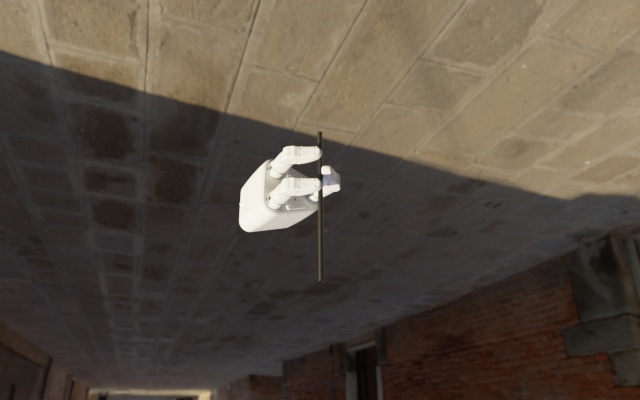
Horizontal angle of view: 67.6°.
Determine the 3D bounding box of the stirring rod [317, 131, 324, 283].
[{"bbox_3d":[0.000,0.002,0.704,0.011,0.239,0.011,-1,-24,0],"label":"stirring rod"}]
